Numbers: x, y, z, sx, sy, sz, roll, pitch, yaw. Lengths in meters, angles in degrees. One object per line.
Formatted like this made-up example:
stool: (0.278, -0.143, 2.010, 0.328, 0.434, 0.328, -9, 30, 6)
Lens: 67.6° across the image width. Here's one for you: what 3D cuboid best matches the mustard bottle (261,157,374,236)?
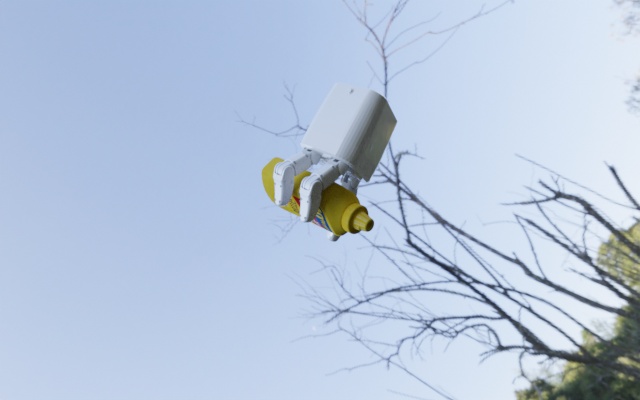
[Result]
mustard bottle: (0.000, 0.002, 0.682, 0.191, 0.096, 0.058, 24, 61, 41)
